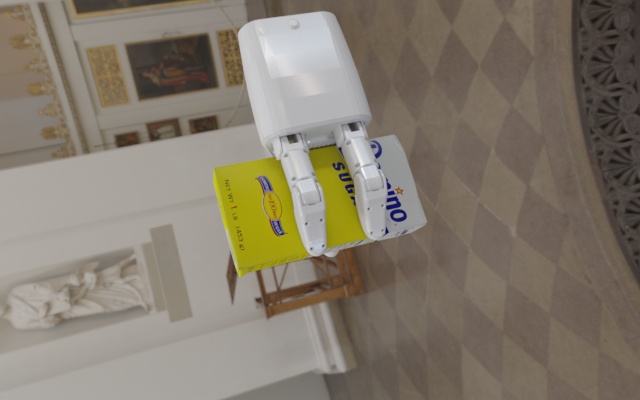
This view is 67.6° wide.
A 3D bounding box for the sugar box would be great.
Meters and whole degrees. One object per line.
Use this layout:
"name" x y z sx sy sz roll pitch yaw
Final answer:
"sugar box" 0.000 0.001 0.433 0.176 0.093 0.048 -14 -13 -14
